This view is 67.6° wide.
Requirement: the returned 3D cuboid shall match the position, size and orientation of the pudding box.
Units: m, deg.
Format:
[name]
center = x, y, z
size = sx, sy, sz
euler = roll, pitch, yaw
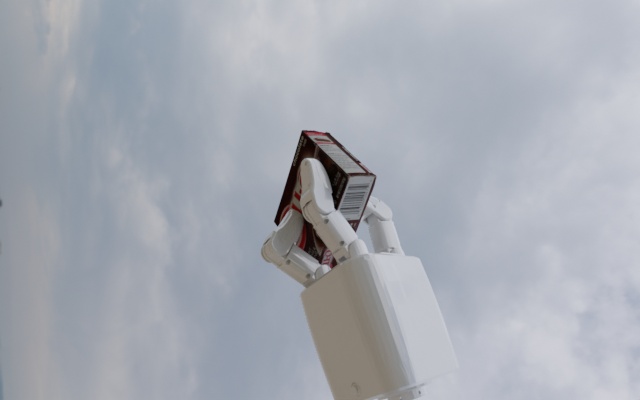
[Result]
[pudding box]
center = 0.000, 0.002, 0.466
size = 0.039, 0.113, 0.090
euler = 0, 33, -36
